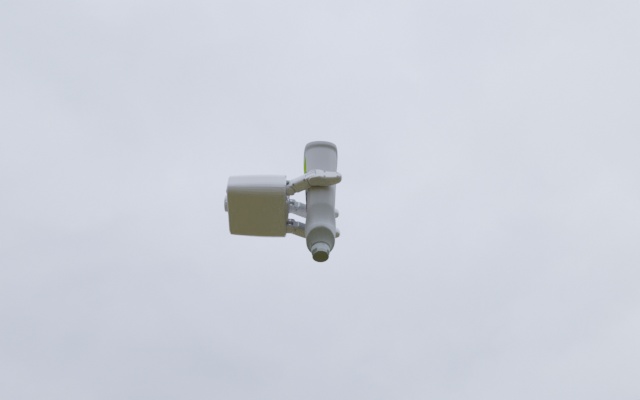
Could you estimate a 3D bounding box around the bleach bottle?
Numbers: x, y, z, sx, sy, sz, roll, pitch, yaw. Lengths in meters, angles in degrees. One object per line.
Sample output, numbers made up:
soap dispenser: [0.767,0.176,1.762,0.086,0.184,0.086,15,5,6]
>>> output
bleach bottle: [0.000,0.003,0.873,0.068,0.103,0.250,1,42,-1]
